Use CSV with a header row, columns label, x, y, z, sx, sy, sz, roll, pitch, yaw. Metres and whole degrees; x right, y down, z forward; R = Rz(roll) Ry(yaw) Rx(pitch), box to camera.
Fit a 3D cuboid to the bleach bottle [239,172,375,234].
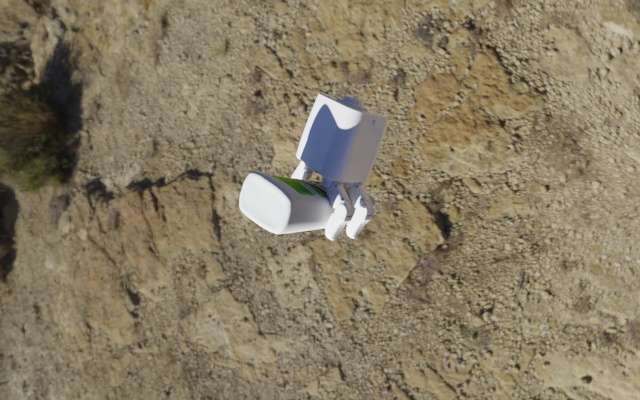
label,x,y,z,sx,sy,sz,roll,pitch,yaw
bleach bottle,0.000,0.003,0.749,0.102,0.068,0.251,32,20,34
